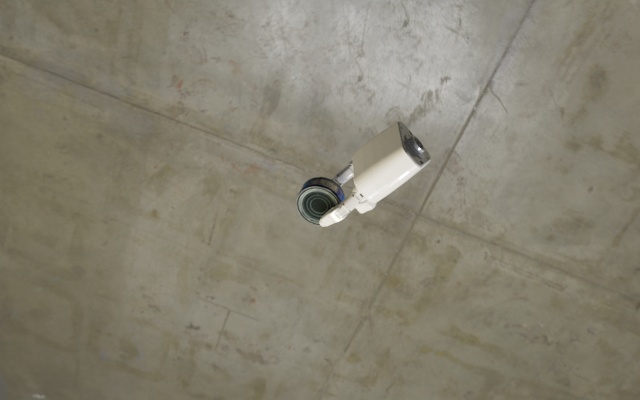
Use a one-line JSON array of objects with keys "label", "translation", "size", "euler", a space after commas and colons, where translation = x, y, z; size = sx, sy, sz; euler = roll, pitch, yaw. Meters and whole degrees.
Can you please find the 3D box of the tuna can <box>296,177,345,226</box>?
[{"label": "tuna can", "translation": [0.000, 0.003, 0.861], "size": [0.086, 0.086, 0.033], "euler": [0, 31, 15]}]
